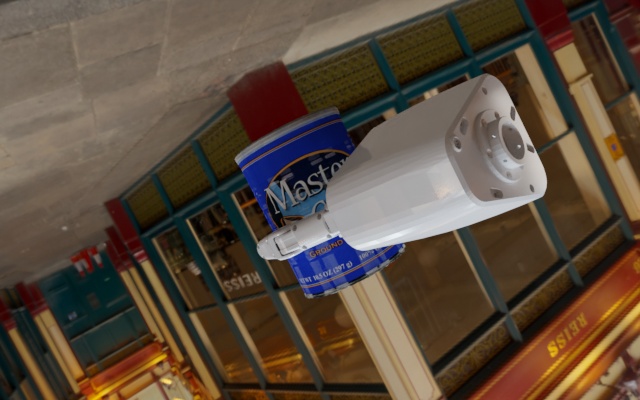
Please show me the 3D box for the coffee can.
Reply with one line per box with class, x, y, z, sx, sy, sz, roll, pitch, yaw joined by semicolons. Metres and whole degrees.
coffee can;0.000;0.001;0.433;0.103;0.140;0.103;-27;2;1
